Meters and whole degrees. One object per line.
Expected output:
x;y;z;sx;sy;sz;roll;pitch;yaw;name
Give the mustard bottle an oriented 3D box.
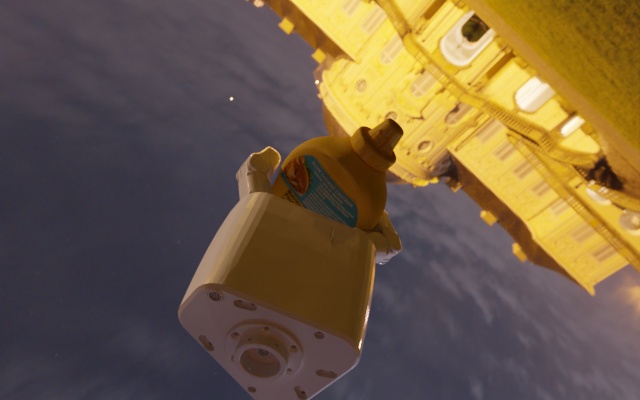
0.000;0.001;0.420;0.192;0.096;0.058;-46;-11;28;mustard bottle
